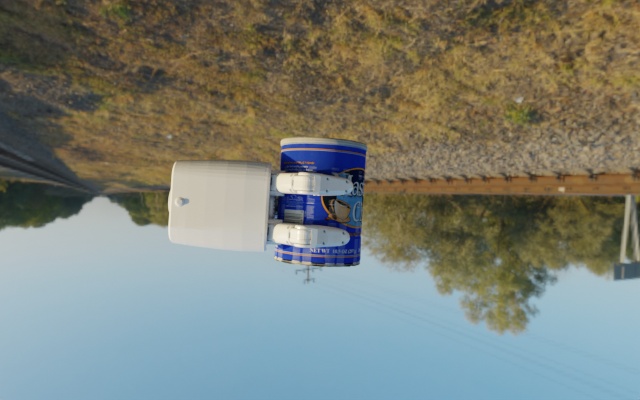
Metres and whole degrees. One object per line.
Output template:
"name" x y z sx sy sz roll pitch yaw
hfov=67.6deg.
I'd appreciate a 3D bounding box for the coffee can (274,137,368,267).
"coffee can" 0.000 0.002 0.565 0.103 0.140 0.103 4 0 0
